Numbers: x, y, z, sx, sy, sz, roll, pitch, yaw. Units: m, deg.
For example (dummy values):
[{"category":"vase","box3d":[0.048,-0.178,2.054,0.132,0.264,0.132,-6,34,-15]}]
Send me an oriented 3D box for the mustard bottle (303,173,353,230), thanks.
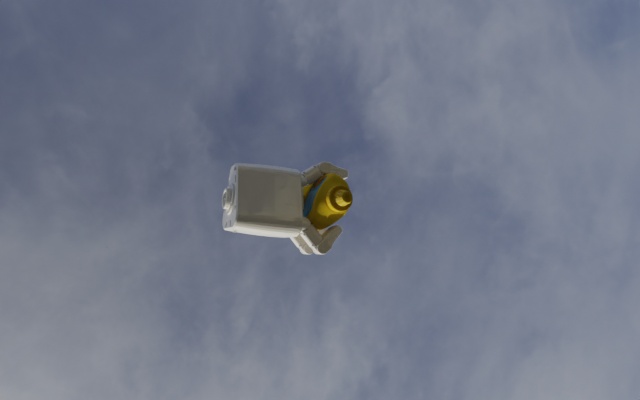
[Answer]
[{"category":"mustard bottle","box3d":[0.000,0.003,0.793,0.058,0.096,0.191,32,-17,-18]}]
